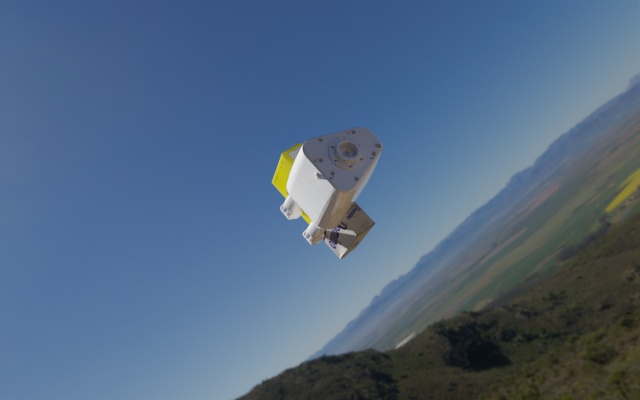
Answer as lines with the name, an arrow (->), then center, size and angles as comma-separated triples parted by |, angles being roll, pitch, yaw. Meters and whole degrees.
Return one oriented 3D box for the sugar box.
sugar box -> 0.000, 0.003, 0.760 | 0.048, 0.176, 0.093 | -32, -16, -30
